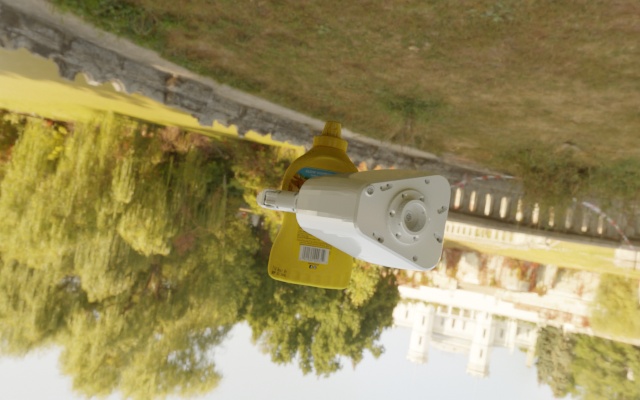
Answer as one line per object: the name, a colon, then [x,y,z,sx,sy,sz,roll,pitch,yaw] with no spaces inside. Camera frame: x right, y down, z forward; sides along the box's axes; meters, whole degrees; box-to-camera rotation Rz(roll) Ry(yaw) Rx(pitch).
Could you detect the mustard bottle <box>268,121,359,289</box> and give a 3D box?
mustard bottle: [0.000,0.002,0.560,0.096,0.191,0.058,10,-3,-4]
